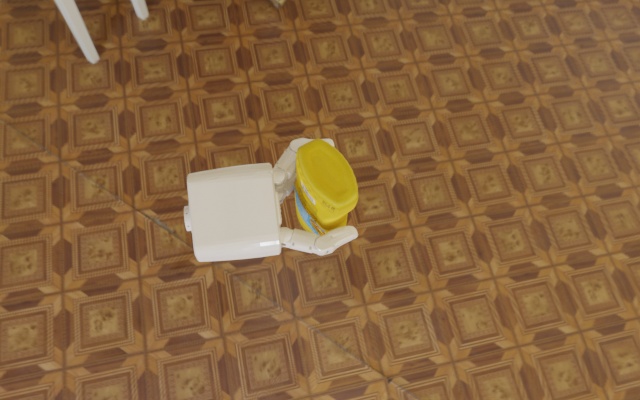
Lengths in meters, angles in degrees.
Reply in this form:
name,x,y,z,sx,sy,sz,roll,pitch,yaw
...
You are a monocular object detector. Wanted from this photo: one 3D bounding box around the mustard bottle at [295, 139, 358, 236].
name,x,y,z,sx,sy,sz,roll,pitch,yaw
mustard bottle,0.000,0.002,0.649,0.058,0.096,0.192,-30,-17,-17
